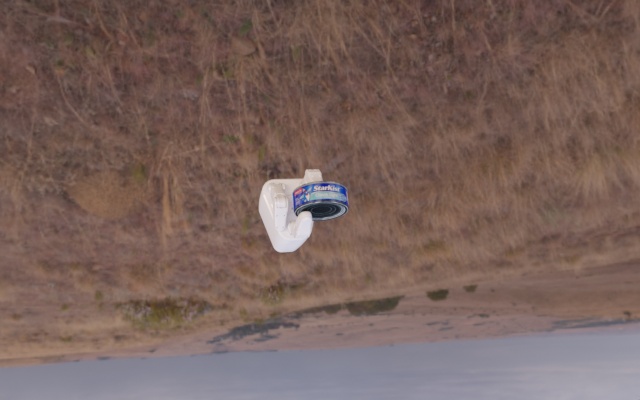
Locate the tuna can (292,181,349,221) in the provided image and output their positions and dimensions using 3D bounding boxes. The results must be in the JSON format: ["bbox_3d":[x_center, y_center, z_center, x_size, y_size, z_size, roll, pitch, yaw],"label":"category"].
[{"bbox_3d":[0.000,0.003,0.732,0.086,0.033,0.086,-4,-22,-2],"label":"tuna can"}]
